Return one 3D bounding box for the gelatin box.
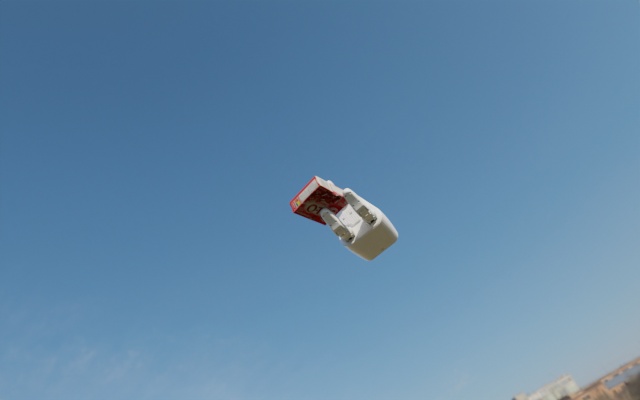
[{"bbox_3d":[0.000,0.002,0.867,0.073,0.030,0.089,-45,-43,20],"label":"gelatin box"}]
